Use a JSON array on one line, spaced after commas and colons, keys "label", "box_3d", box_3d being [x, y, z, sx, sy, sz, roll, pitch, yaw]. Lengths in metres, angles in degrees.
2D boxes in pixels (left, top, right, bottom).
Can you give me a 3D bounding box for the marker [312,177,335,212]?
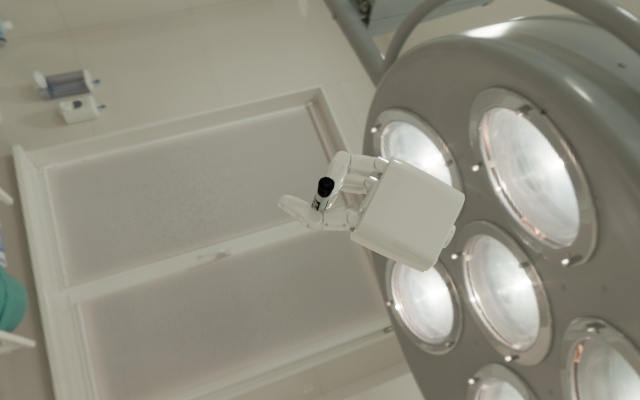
[{"label": "marker", "box_3d": [0.000, 0.002, 0.583, 0.020, 0.020, 0.121, 0, -22, -8]}]
